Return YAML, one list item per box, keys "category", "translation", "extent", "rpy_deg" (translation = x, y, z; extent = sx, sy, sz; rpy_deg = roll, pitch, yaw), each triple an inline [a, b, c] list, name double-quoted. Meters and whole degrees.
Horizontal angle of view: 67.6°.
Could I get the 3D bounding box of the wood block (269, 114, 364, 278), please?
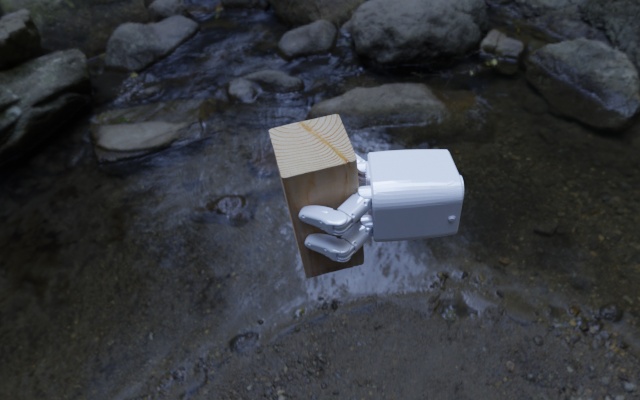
- category: "wood block"
  translation: [0.000, 0.002, 0.630]
  extent: [0.090, 0.090, 0.206]
  rpy_deg: [-14, -42, -4]
